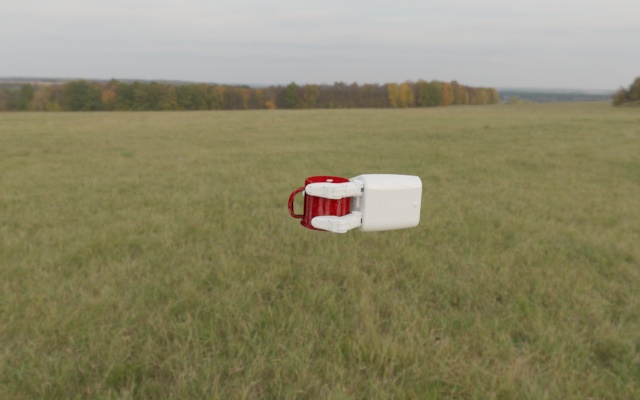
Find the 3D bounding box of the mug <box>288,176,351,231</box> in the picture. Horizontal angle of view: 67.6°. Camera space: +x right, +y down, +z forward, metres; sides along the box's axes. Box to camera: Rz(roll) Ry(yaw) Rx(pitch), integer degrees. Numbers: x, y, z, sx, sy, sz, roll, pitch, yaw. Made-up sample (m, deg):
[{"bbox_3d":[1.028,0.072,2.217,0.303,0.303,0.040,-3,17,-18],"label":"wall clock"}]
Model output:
[{"bbox_3d":[-0.001,0.003,0.837,0.117,0.081,0.093,-1,13,-16],"label":"mug"}]
